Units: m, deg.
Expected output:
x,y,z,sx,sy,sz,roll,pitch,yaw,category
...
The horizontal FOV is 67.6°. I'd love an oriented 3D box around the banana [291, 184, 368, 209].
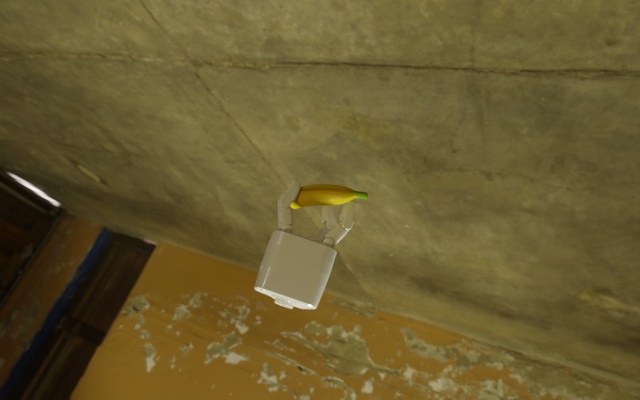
x,y,z,sx,sy,sz,roll,pitch,yaw,category
-0.010,-0.004,0.869,0.198,0.037,0.070,-3,-23,46,banana
